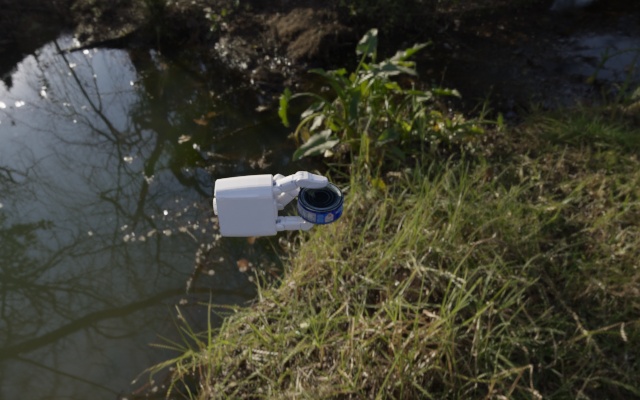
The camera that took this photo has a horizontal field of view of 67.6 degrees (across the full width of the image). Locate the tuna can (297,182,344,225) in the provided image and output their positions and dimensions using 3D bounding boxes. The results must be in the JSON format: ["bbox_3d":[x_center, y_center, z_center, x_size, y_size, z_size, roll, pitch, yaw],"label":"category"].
[{"bbox_3d":[0.000,0.002,0.879,0.086,0.034,0.086,2,44,-2],"label":"tuna can"}]
